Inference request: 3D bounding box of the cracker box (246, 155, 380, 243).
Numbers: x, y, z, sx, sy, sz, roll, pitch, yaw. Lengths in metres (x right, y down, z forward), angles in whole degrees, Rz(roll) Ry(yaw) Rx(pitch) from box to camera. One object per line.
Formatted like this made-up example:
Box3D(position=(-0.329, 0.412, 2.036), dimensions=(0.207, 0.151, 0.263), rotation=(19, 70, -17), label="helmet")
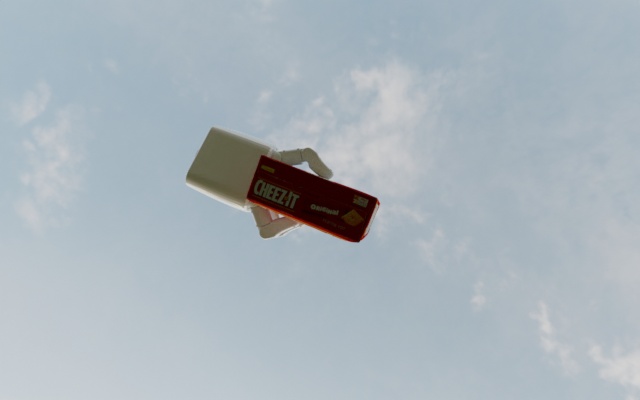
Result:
Box3D(position=(0.000, 0.002, 0.714), dimensions=(0.164, 0.072, 0.214), rotation=(21, 1, 8), label="cracker box")
